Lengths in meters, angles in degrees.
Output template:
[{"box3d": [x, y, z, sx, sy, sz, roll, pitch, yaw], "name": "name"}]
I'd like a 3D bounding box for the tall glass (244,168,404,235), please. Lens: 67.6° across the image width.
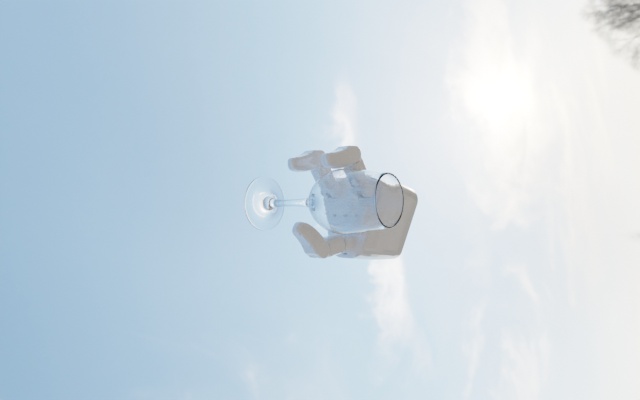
[{"box3d": [-0.001, 0.002, 0.588, 0.201, 0.079, 0.079, -2, -1, 40], "name": "tall glass"}]
